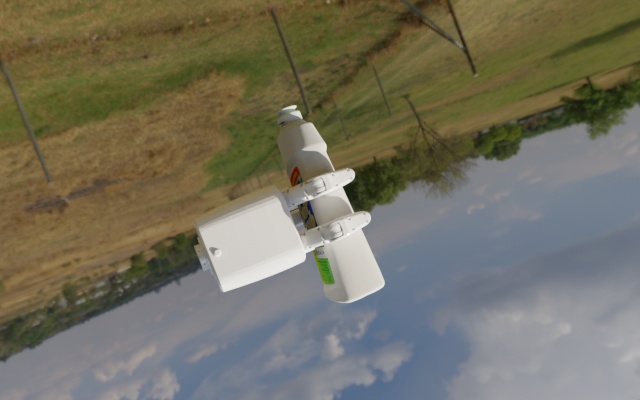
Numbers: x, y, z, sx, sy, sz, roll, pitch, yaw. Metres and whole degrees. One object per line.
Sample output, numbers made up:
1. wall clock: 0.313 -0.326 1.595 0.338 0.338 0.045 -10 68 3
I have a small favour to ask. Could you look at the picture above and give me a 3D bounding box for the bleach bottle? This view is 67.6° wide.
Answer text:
1. bleach bottle: 0.000 0.002 0.616 0.068 0.251 0.102 -22 0 -16
